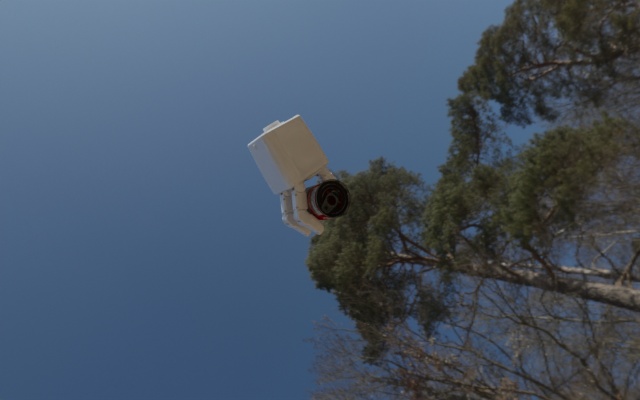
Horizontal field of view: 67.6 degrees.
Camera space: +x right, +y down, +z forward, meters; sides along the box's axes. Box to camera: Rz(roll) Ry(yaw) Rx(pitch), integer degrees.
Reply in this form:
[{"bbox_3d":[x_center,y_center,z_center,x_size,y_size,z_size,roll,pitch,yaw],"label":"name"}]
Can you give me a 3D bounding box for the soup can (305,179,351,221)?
[{"bbox_3d":[0.000,0.003,0.865,0.068,0.068,0.102,0,-7,-27],"label":"soup can"}]
